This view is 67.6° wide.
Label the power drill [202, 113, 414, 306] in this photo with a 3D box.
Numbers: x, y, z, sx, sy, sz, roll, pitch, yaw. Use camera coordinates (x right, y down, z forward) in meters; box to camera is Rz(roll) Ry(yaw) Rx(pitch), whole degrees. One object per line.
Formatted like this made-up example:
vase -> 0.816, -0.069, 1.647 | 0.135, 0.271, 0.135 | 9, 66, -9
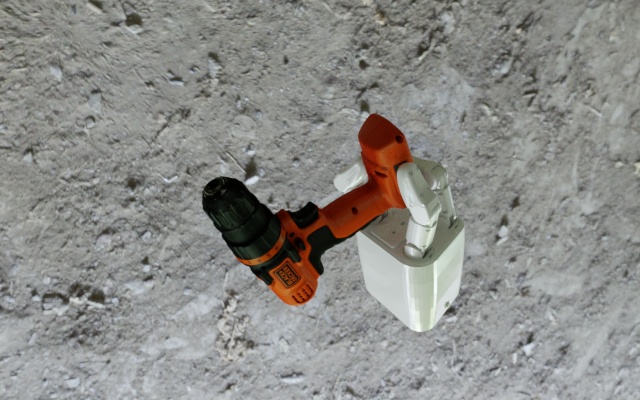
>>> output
power drill -> 0.001, 0.001, 0.454 | 0.057, 0.187, 0.185 | 49, -8, 42
